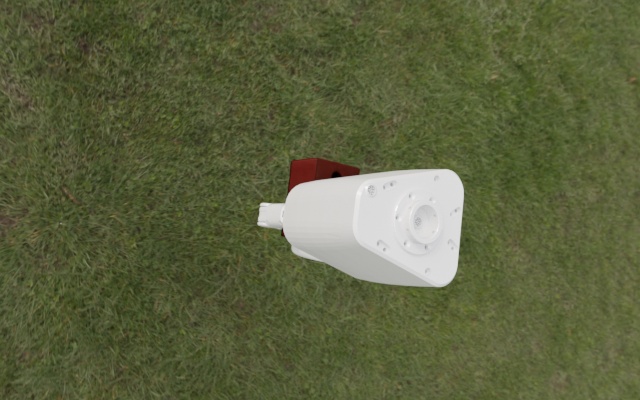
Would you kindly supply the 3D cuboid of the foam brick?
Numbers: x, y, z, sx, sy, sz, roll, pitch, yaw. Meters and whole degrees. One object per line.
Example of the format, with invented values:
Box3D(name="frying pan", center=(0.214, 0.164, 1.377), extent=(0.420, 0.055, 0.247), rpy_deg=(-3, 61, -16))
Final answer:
Box3D(name="foam brick", center=(0.000, 0.001, 0.469), extent=(0.053, 0.078, 0.051), rpy_deg=(11, -8, -32))
